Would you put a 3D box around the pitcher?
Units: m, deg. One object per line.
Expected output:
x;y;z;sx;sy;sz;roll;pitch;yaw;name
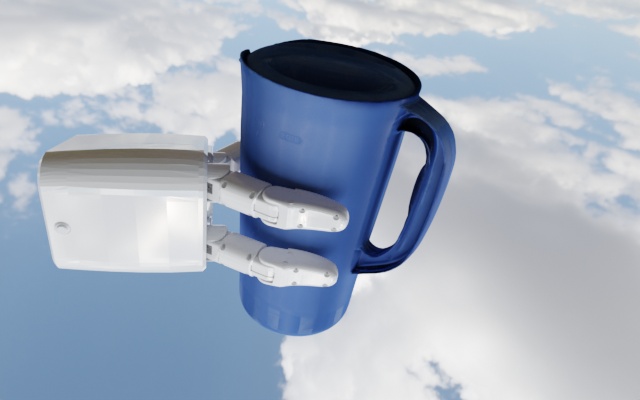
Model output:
0.000;0.001;0.402;0.145;0.243;0.149;0;34;-15;pitcher
